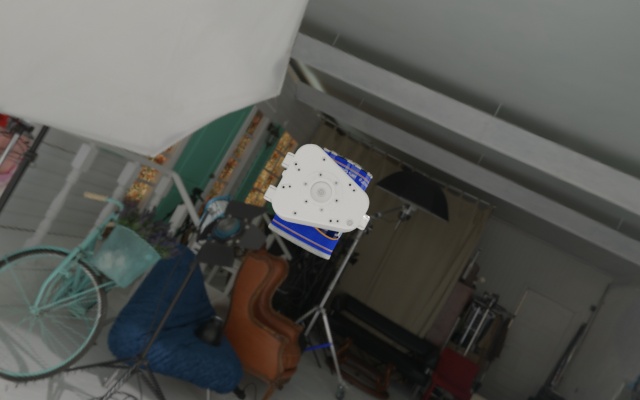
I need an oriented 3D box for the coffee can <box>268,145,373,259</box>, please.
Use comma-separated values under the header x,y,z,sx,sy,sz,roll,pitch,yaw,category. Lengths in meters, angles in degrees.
x,y,z,sx,sy,sz,roll,pitch,yaw,category
0.000,0.003,0.714,0.103,0.140,0.103,28,-2,1,coffee can
